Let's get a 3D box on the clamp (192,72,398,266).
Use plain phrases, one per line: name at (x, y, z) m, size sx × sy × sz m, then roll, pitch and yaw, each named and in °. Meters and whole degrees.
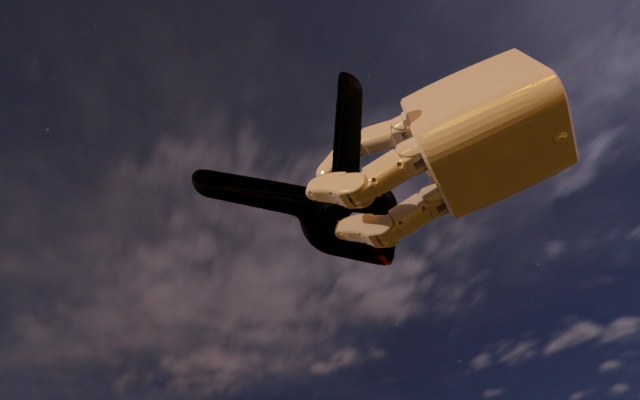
clamp at (0.000, 0.001, 0.440) m, size 0.164 × 0.036 × 0.210 m, roll -24°, pitch -49°, yaw 15°
